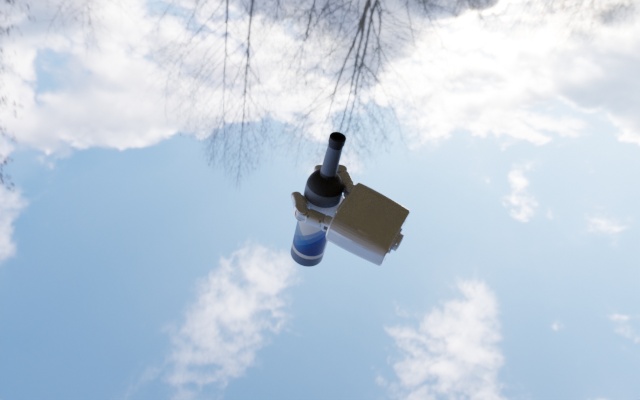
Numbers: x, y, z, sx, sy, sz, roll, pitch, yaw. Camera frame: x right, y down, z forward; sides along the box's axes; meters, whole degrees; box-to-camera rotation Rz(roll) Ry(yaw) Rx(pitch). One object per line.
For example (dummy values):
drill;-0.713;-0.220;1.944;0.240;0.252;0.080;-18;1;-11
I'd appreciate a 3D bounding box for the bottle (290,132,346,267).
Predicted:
bottle;0.000;0.003;0.858;0.069;0.296;0.069;8;43;-7
